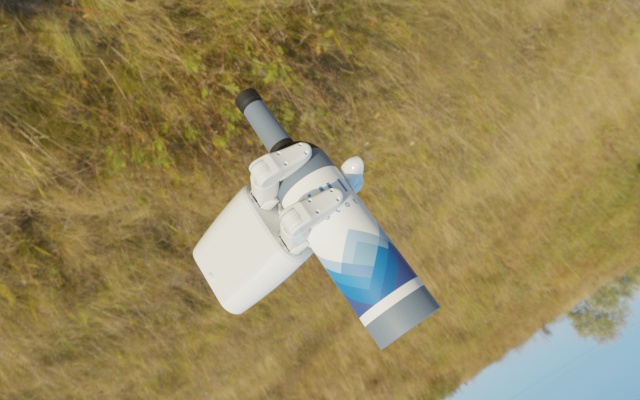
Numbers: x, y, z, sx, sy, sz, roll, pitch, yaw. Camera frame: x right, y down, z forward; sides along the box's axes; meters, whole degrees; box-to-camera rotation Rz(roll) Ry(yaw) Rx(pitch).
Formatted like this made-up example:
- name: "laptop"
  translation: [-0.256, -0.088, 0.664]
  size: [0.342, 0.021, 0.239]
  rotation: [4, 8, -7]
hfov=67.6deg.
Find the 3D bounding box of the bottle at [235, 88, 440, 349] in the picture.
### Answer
- name: "bottle"
  translation: [0.000, 0.002, 0.475]
  size: [0.069, 0.295, 0.069]
  rotation: [-32, -18, -12]
